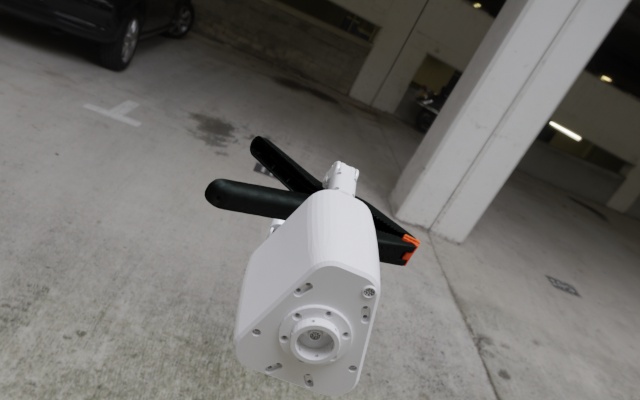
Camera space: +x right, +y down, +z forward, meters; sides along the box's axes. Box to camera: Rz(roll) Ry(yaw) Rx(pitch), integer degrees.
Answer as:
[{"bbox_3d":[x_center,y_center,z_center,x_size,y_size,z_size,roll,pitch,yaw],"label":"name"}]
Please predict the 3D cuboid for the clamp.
[{"bbox_3d":[0.001,0.001,0.481,0.210,0.036,0.164,24,24,-10],"label":"clamp"}]
